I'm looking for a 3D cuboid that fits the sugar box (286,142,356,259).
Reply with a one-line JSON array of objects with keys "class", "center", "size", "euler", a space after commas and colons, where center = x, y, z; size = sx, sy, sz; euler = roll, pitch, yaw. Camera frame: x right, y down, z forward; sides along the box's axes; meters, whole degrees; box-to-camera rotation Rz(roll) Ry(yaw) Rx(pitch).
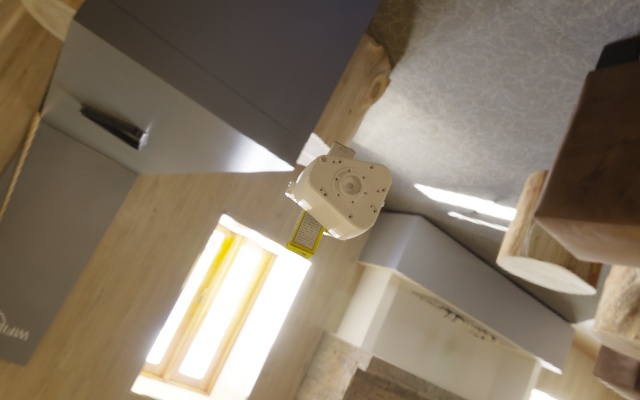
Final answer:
[{"class": "sugar box", "center": [0.001, 0.003, 0.759], "size": [0.048, 0.176, 0.093], "euler": [26, -13, -3]}]
